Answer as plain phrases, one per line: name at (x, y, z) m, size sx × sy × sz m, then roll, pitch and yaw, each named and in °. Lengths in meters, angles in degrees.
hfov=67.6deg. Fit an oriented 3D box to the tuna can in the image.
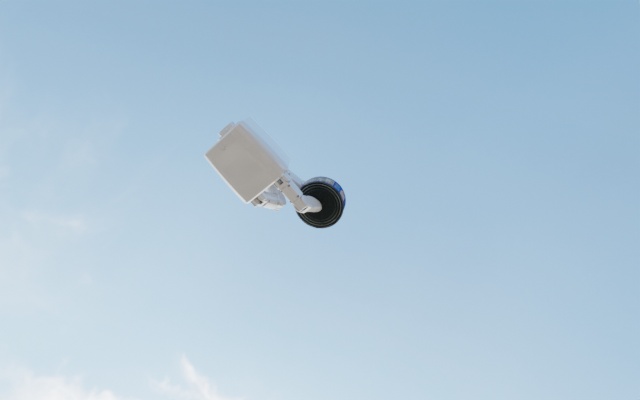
tuna can at (0.000, 0.003, 0.823) m, size 0.086 × 0.086 × 0.033 m, roll 0°, pitch 22°, yaw 12°
